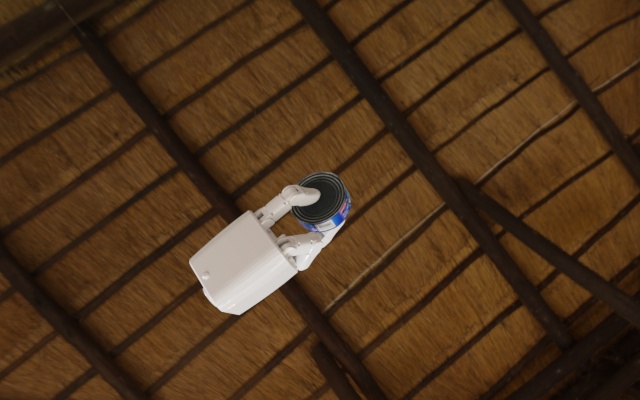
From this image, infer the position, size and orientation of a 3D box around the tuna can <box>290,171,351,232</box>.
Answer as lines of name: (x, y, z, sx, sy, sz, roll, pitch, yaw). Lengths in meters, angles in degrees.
tuna can: (0.000, 0.003, 0.693, 0.086, 0.086, 0.034, 0, -29, 22)
